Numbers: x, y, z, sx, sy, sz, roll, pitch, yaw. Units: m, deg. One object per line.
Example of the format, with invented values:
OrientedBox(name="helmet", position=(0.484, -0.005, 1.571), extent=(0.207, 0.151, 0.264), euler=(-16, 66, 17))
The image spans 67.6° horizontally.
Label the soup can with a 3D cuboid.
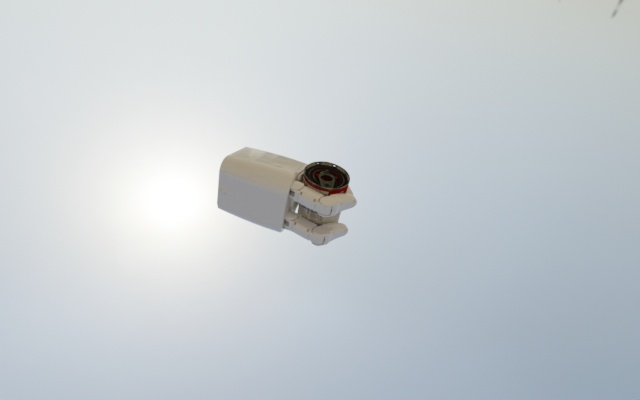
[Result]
OrientedBox(name="soup can", position=(0.001, 0.003, 0.713), extent=(0.068, 0.102, 0.068), euler=(9, 36, -6))
